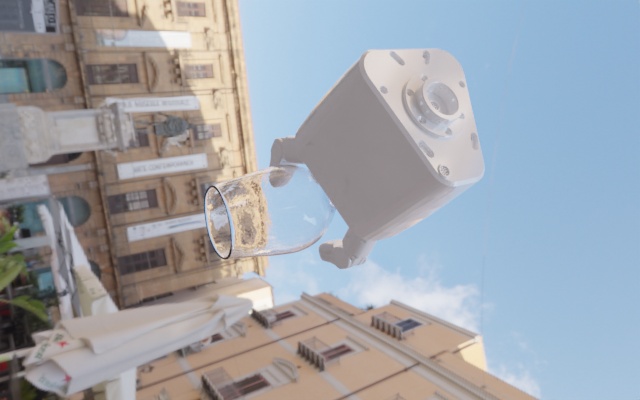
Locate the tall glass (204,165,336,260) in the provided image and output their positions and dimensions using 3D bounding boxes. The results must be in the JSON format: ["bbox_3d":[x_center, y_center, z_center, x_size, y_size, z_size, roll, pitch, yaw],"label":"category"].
[{"bbox_3d":[0.001,0.001,0.438,0.201,0.079,0.079,-11,6,-30],"label":"tall glass"}]
